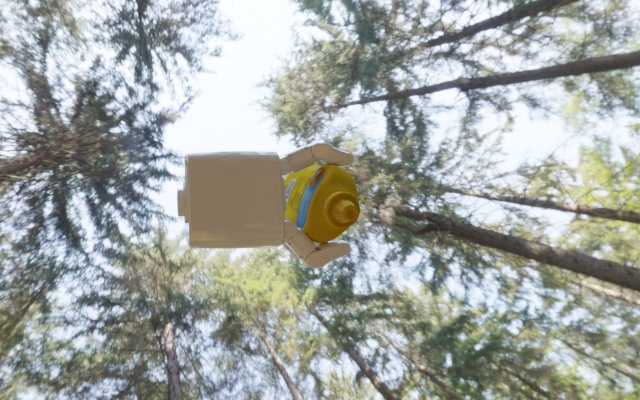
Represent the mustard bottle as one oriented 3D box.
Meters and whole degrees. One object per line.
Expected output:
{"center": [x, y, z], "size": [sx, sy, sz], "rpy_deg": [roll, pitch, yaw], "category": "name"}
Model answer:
{"center": [0.000, 0.002, 0.598], "size": [0.058, 0.096, 0.191], "rpy_deg": [24, -2, -20], "category": "mustard bottle"}
